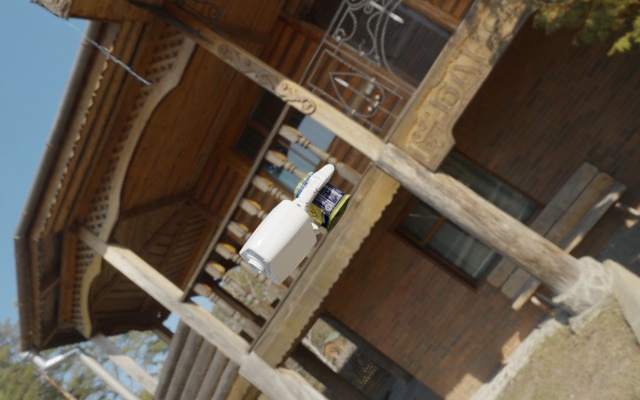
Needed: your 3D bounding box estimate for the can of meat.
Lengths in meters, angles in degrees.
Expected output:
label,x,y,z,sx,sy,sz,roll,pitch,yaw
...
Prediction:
label,x,y,z,sx,sy,sz,roll,pitch,yaw
can of meat,0.000,0.003,0.864,0.084,0.057,0.102,35,-20,10
